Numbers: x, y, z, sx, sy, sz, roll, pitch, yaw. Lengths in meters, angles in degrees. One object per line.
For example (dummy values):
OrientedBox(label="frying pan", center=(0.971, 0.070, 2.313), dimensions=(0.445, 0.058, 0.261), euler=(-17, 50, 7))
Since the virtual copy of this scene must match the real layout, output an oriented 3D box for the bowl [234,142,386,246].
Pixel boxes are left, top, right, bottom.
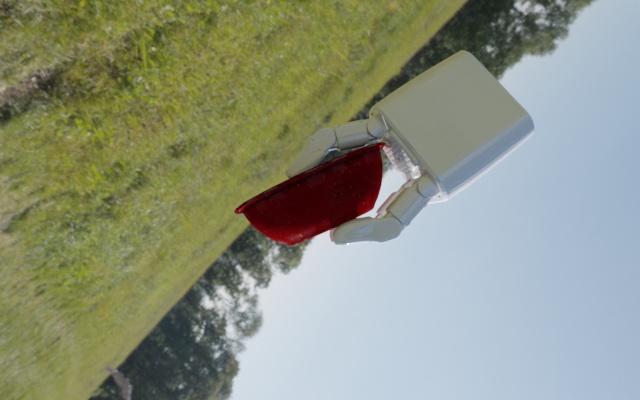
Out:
OrientedBox(label="bowl", center=(-0.001, 0.002, 0.470), dimensions=(0.162, 0.055, 0.162), euler=(-24, -1, -1))
